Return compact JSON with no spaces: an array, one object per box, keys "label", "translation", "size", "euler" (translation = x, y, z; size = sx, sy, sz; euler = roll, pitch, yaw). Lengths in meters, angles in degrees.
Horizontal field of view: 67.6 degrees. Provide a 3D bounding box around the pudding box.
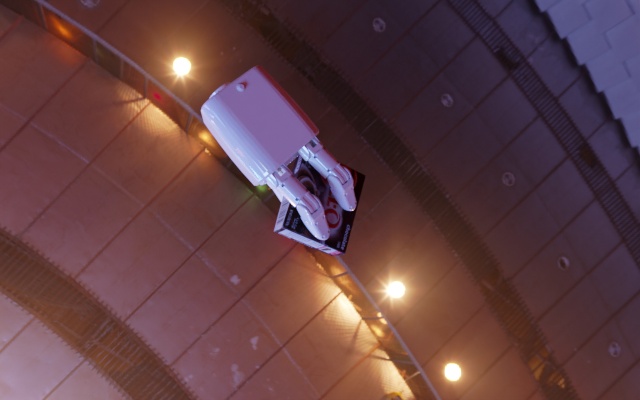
[{"label":"pudding box","translation":[0.000,0.002,0.598],"size":[0.090,0.113,0.039],"euler":[24,-20,-21]}]
